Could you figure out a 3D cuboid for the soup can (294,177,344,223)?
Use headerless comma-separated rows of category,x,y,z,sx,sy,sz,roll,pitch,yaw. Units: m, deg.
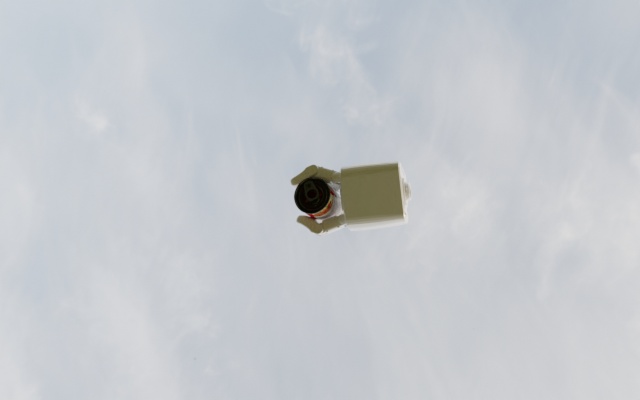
soup can,0.000,0.003,0.882,0.068,0.068,0.102,0,-14,18
